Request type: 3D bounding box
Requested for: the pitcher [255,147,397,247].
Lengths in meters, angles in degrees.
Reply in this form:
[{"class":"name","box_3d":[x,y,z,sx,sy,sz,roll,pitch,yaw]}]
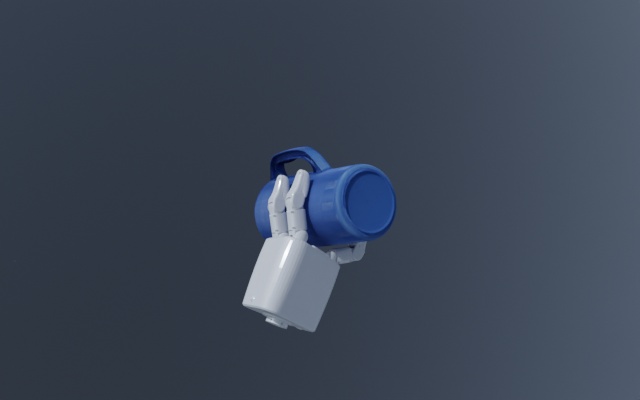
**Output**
[{"class":"pitcher","box_3d":[0.000,0.003,0.752,0.149,0.145,0.243,31,-21,-26]}]
